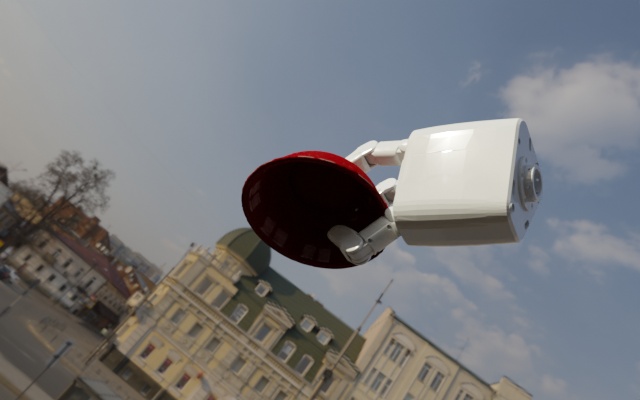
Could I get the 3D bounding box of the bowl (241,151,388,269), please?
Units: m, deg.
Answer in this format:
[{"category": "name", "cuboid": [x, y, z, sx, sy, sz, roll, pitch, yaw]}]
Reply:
[{"category": "bowl", "cuboid": [-0.001, 0.001, 0.515, 0.162, 0.162, 0.055, 0, 42, 18]}]
